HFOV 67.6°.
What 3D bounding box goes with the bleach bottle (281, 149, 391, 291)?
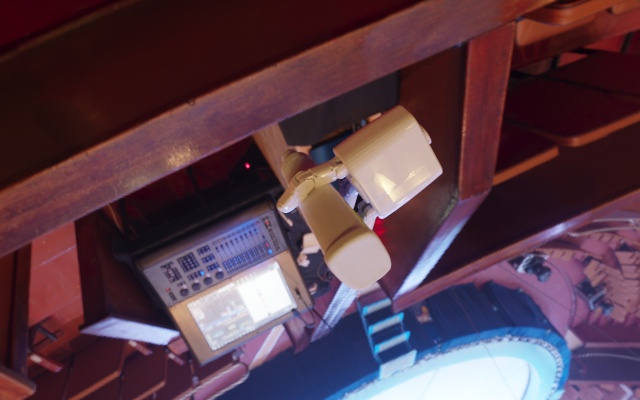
[{"bbox_3d":[0.000,0.002,0.650,0.068,0.250,0.103,-36,-43,2],"label":"bleach bottle"}]
